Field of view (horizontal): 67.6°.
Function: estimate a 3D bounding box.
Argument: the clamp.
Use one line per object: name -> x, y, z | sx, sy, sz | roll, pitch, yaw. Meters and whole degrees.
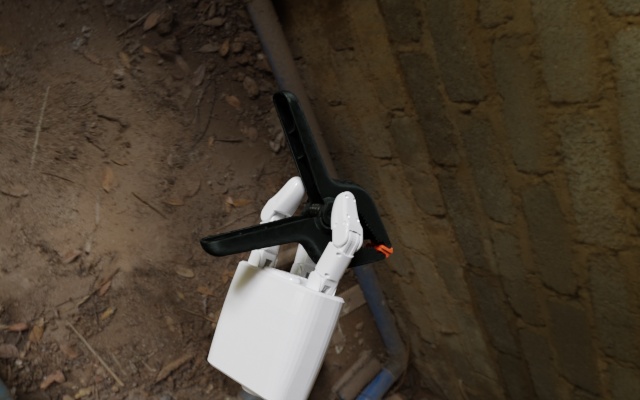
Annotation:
clamp -> 0.001, 0.002, 0.477 | 0.210, 0.164, 0.036 | 25, -9, -35
